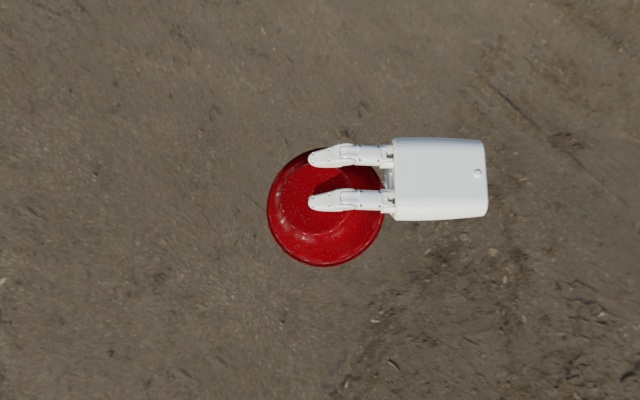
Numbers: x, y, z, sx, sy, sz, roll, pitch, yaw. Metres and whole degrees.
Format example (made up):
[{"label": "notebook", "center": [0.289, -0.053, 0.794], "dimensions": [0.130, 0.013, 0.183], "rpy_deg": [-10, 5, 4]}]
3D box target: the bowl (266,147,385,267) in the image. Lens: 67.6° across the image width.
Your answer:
[{"label": "bowl", "center": [-0.001, 0.002, 0.606], "dimensions": [0.162, 0.162, 0.055], "rpy_deg": [0, -12, 13]}]
